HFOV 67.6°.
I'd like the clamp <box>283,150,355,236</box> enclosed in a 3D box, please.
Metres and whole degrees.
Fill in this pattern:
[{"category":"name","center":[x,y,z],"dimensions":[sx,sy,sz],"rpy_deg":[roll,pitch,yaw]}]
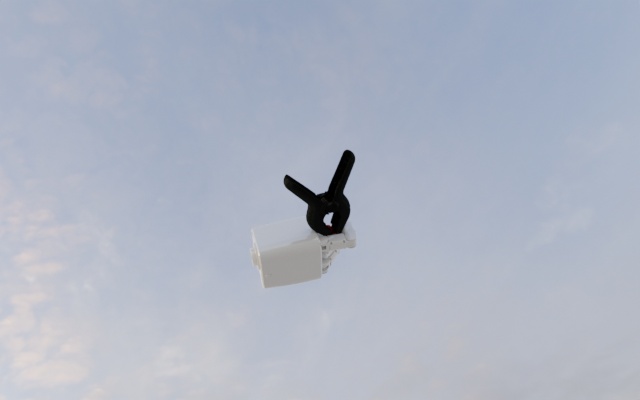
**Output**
[{"category":"clamp","center":[0.000,0.002,0.784],"dimensions":[0.120,0.172,0.039],"rpy_deg":[-13,38,-14]}]
